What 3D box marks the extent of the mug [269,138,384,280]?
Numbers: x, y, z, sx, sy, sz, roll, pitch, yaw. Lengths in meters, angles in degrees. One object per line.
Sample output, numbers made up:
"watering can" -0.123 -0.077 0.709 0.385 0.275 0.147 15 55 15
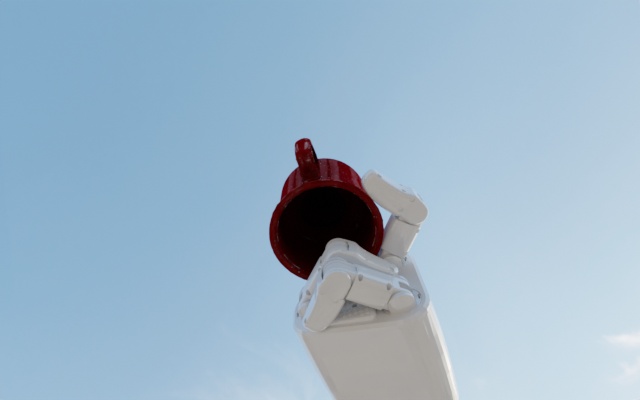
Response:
"mug" 0.000 0.000 0.416 0.093 0.117 0.081 -18 22 6
